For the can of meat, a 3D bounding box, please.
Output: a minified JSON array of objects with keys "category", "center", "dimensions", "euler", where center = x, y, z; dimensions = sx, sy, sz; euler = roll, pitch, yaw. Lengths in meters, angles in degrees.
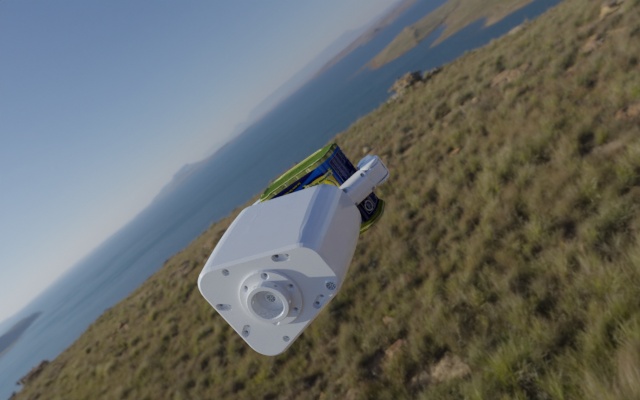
[{"category":"can of meat","center":[0.000,0.001,0.487],"dimensions":[0.102,0.084,0.057],"euler":[-33,14,25]}]
